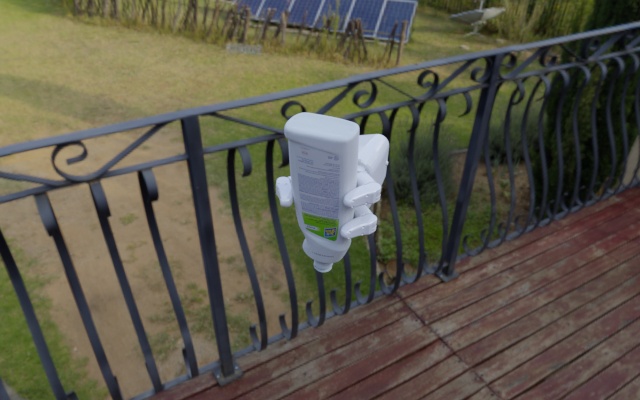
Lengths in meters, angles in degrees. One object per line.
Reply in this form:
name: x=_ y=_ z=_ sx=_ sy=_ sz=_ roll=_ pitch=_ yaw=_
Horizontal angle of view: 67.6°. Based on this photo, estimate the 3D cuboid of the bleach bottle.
bleach bottle: x=0.000 y=0.002 z=0.707 sx=0.102 sy=0.251 sz=0.068 roll=14 pitch=36 yaw=17
